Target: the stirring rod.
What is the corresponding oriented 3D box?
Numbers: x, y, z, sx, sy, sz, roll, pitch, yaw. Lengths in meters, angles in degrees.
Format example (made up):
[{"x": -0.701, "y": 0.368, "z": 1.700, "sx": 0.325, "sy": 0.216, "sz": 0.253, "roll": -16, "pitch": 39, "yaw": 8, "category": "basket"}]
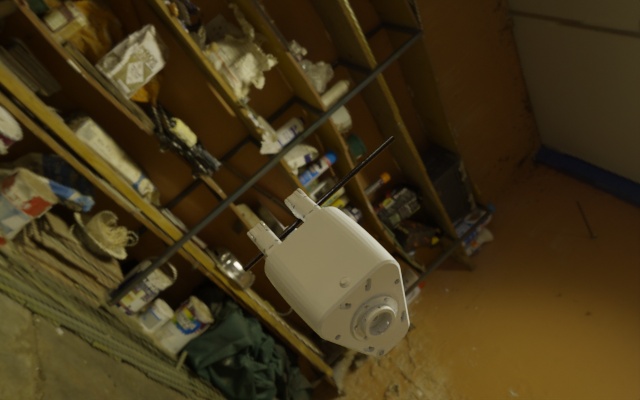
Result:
[{"x": 0.000, "y": 0.002, "z": 0.573, "sx": 0.239, "sy": 0.011, "sz": 0.011, "roll": -42, "pitch": 6, "yaw": -7, "category": "stirring rod"}]
